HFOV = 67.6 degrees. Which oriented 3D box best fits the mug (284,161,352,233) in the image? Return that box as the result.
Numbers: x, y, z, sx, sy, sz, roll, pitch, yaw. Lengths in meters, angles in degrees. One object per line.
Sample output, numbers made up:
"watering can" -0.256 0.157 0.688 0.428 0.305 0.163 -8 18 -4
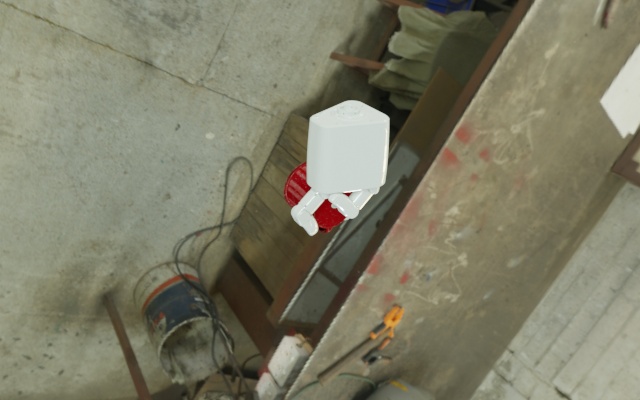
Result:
"mug" 0.000 0.004 0.783 0.093 0.117 0.081 -19 38 -27
